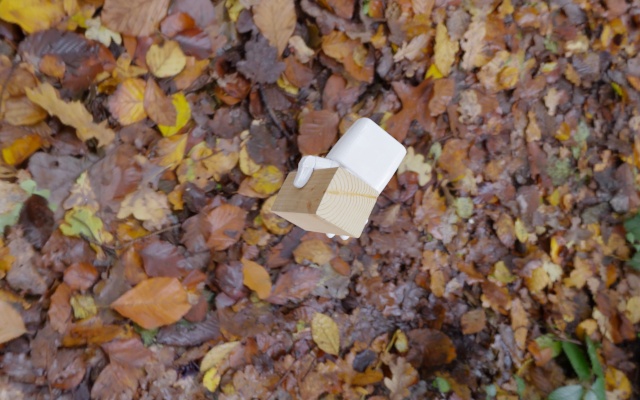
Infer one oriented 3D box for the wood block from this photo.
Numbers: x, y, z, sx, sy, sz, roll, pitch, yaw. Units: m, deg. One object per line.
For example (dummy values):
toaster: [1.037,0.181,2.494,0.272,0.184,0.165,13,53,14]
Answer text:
wood block: [0.000,0.002,0.862,0.091,0.090,0.206,32,-13,-23]
